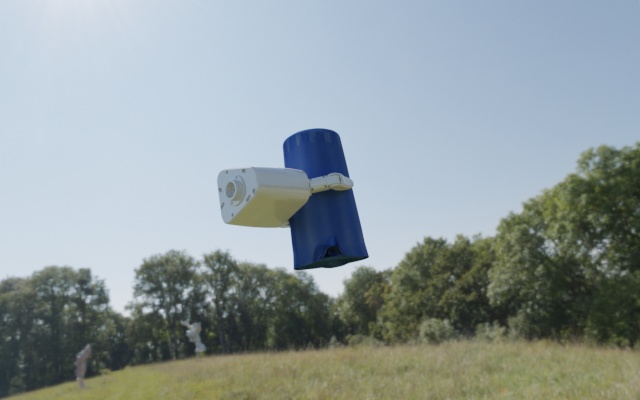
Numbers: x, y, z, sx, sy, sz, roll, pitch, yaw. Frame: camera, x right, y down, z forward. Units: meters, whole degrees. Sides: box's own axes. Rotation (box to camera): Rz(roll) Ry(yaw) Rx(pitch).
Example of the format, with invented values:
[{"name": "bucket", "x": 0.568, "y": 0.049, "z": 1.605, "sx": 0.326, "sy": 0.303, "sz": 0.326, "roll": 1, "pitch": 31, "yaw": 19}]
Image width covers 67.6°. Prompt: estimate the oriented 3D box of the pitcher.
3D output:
[{"name": "pitcher", "x": 0.000, "y": 0.003, "z": 0.867, "sx": 0.149, "sy": 0.242, "sz": 0.145, "roll": -20, "pitch": -17, "yaw": 41}]
